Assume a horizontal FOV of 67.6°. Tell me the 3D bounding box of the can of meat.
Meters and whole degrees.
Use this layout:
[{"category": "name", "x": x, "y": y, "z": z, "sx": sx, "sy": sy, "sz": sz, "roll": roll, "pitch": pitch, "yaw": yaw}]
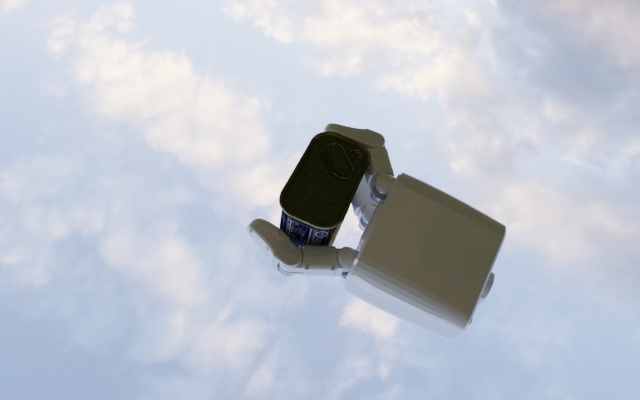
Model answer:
[{"category": "can of meat", "x": 0.000, "y": 0.002, "z": 0.446, "sx": 0.057, "sy": 0.102, "sz": 0.084, "roll": 23, "pitch": -34, "yaw": 6}]
